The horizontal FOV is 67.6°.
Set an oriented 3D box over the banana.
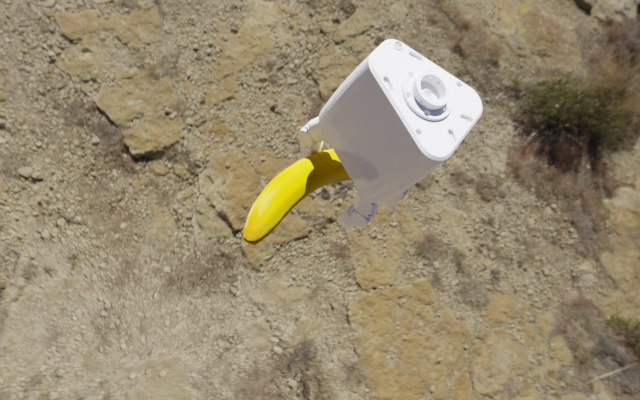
[{"bbox_3d":[-0.005,-0.016,0.526,0.198,0.069,0.037,-21,-7,-29],"label":"banana"}]
